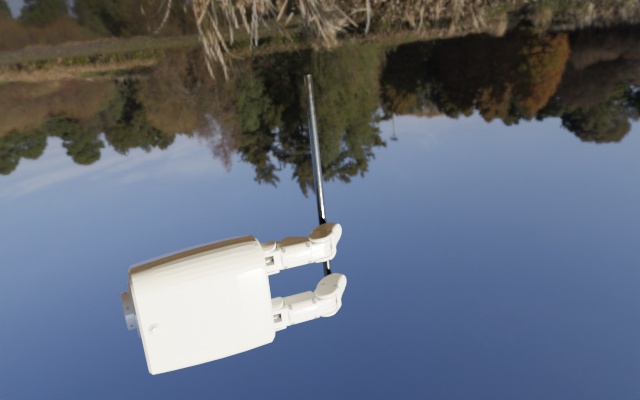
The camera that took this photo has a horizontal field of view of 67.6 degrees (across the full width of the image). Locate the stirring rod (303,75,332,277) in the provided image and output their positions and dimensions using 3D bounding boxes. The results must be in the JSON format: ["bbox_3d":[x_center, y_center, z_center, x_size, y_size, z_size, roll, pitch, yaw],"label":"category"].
[{"bbox_3d":[0.000,0.001,0.465,0.011,0.239,0.011,-5,15,1],"label":"stirring rod"}]
